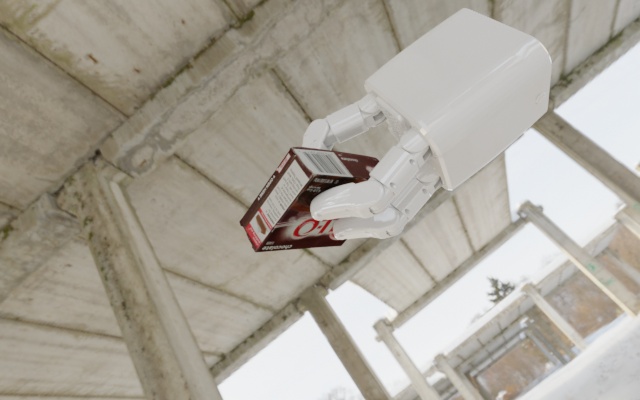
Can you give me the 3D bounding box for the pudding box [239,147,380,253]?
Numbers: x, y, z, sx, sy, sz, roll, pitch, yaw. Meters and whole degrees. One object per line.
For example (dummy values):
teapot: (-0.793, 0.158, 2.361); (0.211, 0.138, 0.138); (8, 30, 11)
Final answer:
pudding box: (0.000, 0.001, 0.412); (0.113, 0.039, 0.090); (4, -47, -46)
